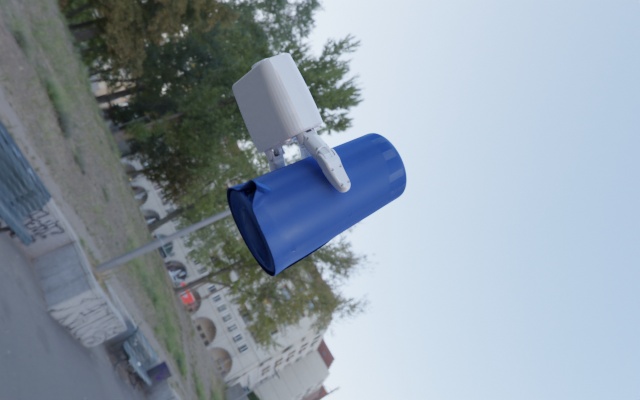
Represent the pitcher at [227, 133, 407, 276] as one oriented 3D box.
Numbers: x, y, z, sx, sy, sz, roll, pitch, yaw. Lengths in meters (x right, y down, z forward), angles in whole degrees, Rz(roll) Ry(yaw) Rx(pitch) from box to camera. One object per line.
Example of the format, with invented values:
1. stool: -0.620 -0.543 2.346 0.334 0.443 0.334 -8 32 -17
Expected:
1. pitcher: 0.000 0.002 0.690 0.243 0.145 0.149 -27 4 -21
